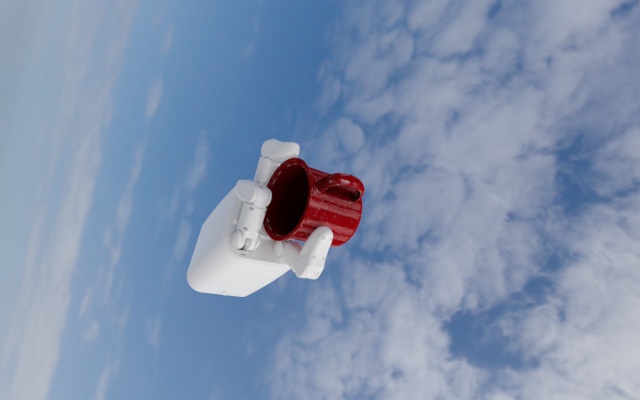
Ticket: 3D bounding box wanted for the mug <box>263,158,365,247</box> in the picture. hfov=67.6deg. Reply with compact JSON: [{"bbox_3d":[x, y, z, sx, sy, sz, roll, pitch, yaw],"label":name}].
[{"bbox_3d":[0.001,0.001,0.532,0.081,0.093,0.117,16,-36,-36],"label":"mug"}]
